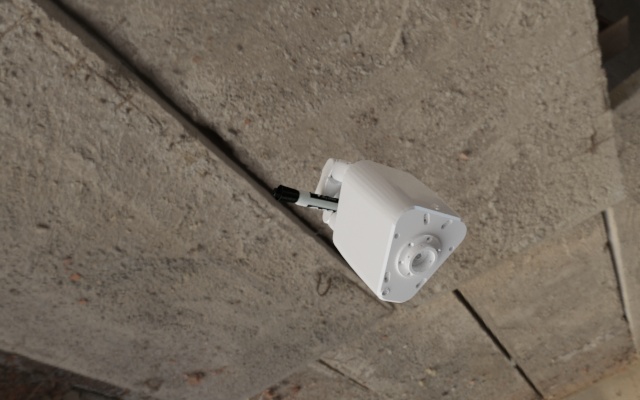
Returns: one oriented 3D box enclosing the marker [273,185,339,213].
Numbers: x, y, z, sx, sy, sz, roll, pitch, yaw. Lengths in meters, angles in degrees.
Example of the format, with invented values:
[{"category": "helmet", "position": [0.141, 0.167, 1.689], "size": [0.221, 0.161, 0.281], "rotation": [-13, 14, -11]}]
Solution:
[{"category": "marker", "position": [0.000, 0.002, 0.559], "size": [0.121, 0.020, 0.020], "rotation": [13, -6, -29]}]
